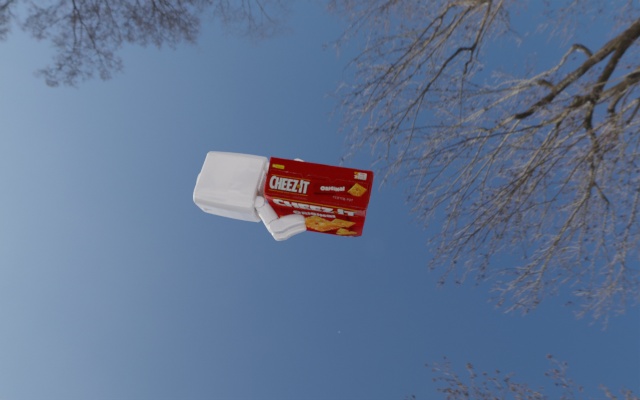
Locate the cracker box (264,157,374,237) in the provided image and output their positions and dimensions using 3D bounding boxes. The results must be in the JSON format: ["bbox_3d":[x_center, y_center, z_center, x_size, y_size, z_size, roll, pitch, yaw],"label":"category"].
[{"bbox_3d":[0.000,0.003,0.827,0.164,0.072,0.214,8,-15,4],"label":"cracker box"}]
